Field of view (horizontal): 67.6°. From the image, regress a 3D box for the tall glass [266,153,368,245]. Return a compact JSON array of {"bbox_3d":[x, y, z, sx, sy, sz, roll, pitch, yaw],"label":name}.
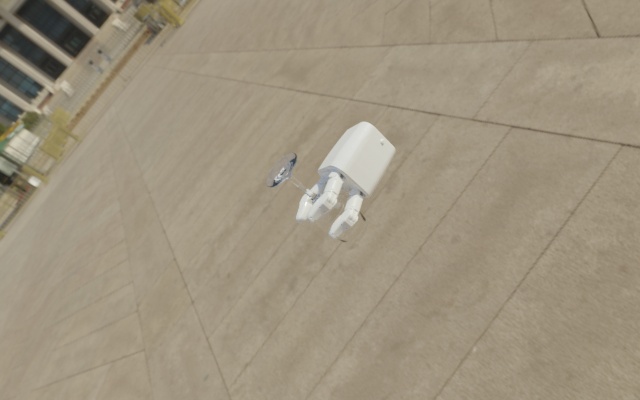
[{"bbox_3d":[0.000,0.003,0.865,0.201,0.079,0.079,40,-22,-29],"label":"tall glass"}]
